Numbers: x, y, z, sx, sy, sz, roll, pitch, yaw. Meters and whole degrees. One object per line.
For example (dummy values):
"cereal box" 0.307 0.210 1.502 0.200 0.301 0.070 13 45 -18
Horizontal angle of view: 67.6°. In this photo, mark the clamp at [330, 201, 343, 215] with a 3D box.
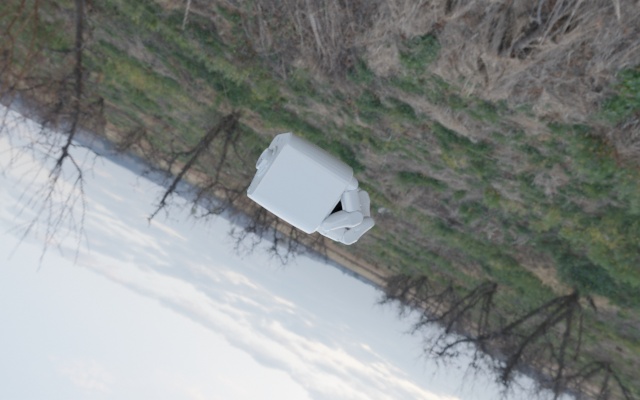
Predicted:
"clamp" 0.000 0.003 0.783 0.120 0.039 0.171 31 -6 -20
